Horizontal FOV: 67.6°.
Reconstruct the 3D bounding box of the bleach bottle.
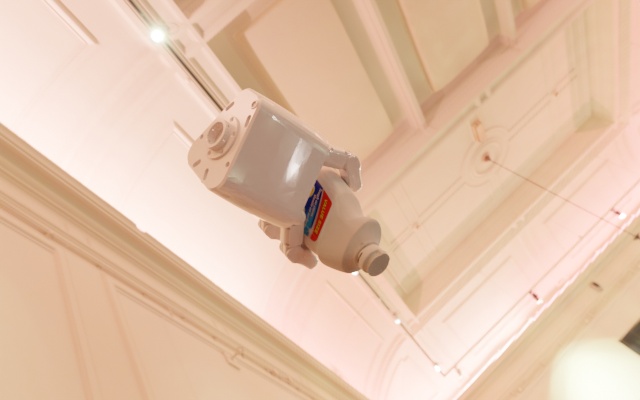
[{"bbox_3d":[0.000,0.002,0.585,0.068,0.102,0.250,27,10,-44],"label":"bleach bottle"}]
